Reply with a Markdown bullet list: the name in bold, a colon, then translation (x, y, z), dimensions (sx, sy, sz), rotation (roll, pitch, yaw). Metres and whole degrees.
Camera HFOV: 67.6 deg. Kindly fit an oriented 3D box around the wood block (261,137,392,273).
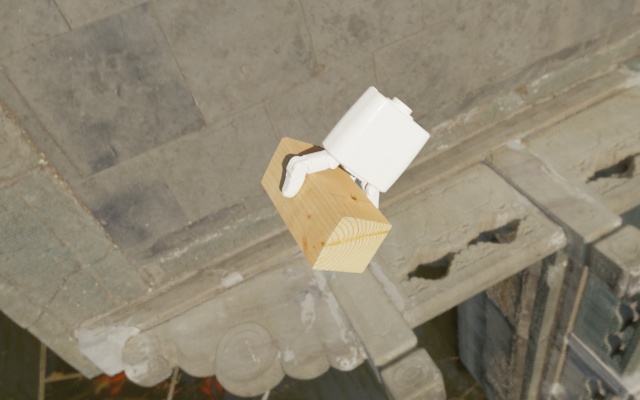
- **wood block**: translation (0.000, 0.002, 0.703), dimensions (0.091, 0.090, 0.206), rotation (11, 29, -36)
